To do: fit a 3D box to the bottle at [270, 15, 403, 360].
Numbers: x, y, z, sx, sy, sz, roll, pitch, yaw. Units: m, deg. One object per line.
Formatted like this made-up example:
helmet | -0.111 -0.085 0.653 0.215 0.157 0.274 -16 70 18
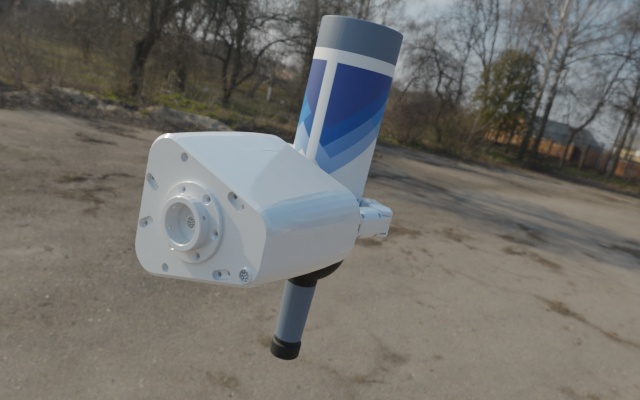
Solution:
bottle | 0.000 0.001 0.412 0.069 0.296 0.069 13 13 -3
